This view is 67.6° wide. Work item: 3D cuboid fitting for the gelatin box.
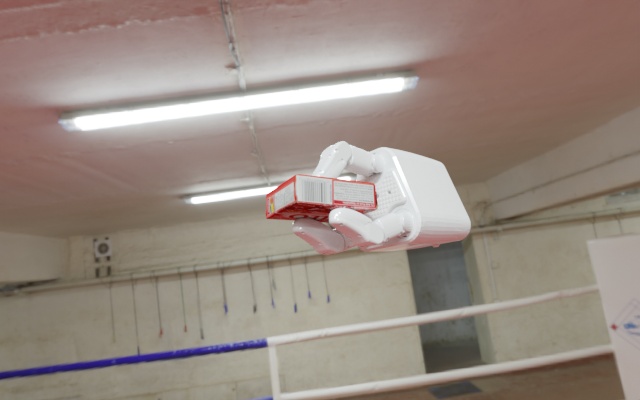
[{"bbox_3d":[0.000,0.001,0.471,0.089,0.030,0.073,6,-16,-28],"label":"gelatin box"}]
